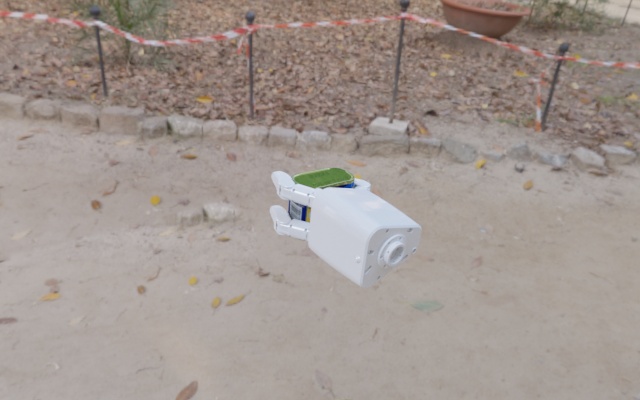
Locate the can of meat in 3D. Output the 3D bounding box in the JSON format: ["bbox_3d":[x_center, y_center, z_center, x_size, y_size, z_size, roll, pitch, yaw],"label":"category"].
[{"bbox_3d":[0.000,0.002,0.712,0.102,0.084,0.057,-14,35,-32],"label":"can of meat"}]
